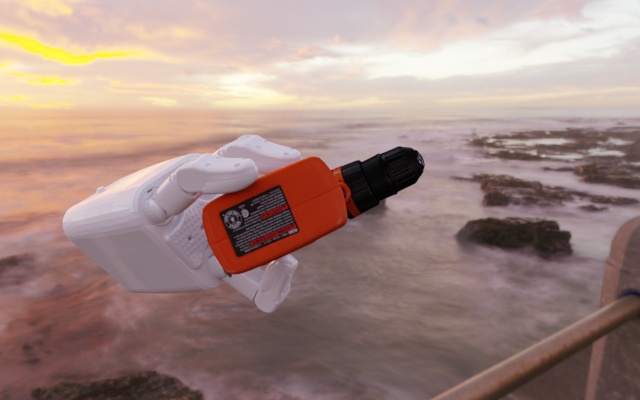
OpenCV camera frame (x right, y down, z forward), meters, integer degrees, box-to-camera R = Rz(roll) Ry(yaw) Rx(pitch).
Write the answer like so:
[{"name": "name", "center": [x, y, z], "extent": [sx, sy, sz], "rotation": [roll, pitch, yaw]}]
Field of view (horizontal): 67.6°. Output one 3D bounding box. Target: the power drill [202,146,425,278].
[{"name": "power drill", "center": [0.000, 0.001, 0.407], "extent": [0.184, 0.057, 0.187], "rotation": [-26, -4, 13]}]
